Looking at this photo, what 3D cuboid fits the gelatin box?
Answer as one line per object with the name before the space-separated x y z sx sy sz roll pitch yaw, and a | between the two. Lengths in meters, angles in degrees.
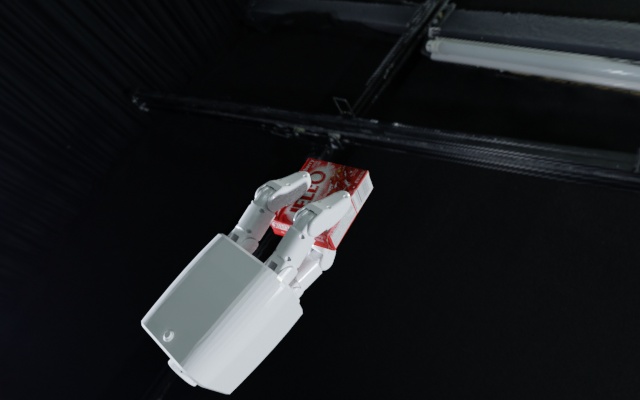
gelatin box | 0.000 0.002 0.481 0.073 0.089 0.030 15 -34 31
